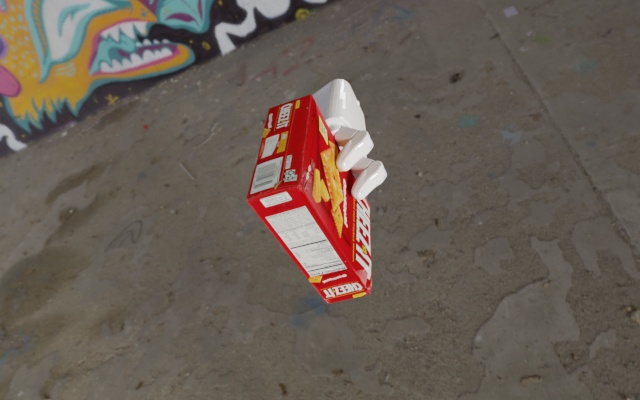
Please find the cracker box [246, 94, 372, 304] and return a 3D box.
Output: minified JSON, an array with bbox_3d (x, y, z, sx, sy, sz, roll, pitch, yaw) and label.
[{"bbox_3d":[0.000,0.002,0.606,0.072,0.164,0.214,-15,-47,20],"label":"cracker box"}]
